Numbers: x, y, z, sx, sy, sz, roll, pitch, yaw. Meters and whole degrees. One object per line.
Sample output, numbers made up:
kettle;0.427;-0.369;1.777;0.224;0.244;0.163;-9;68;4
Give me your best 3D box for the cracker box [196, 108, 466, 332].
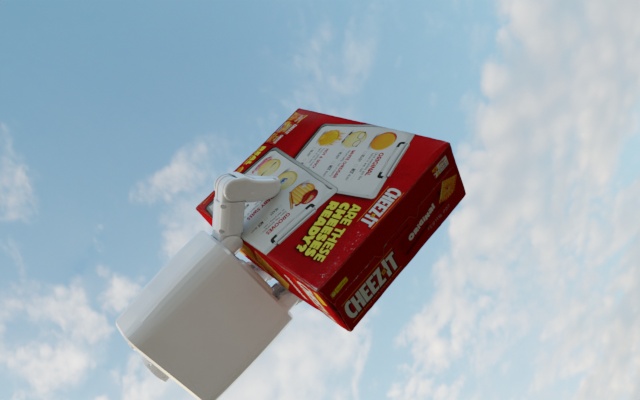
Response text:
cracker box;0.000;0.001;0.456;0.213;0.164;0.072;24;-25;48
